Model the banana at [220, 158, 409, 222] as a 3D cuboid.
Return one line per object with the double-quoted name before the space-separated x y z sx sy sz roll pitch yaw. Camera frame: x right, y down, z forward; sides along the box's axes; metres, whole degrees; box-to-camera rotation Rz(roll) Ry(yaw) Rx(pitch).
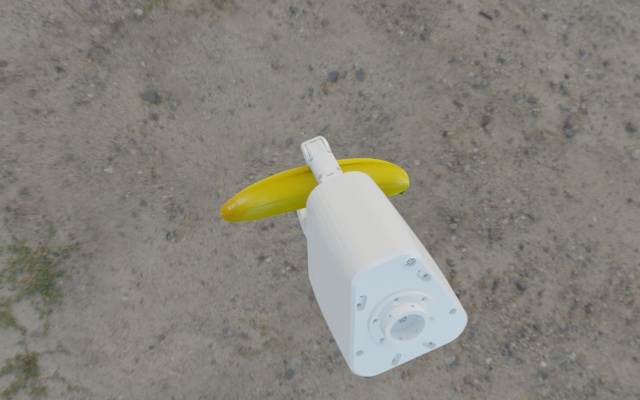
"banana" 0.007 -0.009 0.447 0.198 0.037 0.070 -6 -32 -20
